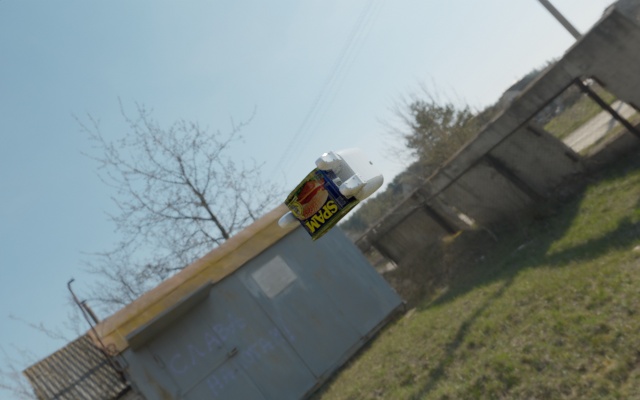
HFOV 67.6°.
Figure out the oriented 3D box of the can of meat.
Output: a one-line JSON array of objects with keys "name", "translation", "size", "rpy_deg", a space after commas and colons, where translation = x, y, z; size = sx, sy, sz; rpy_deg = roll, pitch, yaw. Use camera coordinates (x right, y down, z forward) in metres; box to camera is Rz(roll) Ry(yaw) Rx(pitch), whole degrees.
[{"name": "can of meat", "translation": [0.000, 0.002, 0.776], "size": [0.102, 0.084, 0.057], "rpy_deg": [-44, -9, 33]}]
